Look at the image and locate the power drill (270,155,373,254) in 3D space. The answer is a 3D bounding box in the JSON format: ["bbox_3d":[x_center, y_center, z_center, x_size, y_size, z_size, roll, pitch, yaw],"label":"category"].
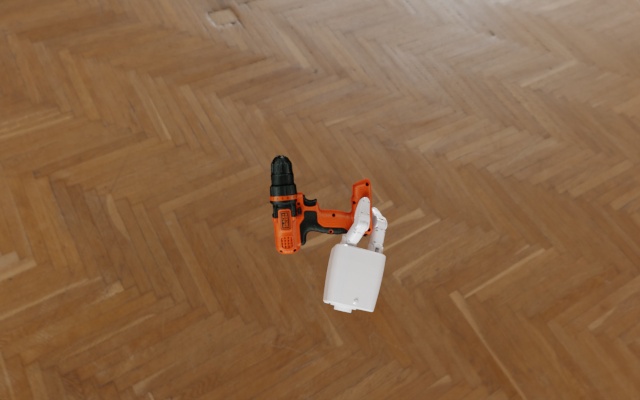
[{"bbox_3d":[0.001,0.003,0.890,0.187,0.184,0.057,-4,8,1],"label":"power drill"}]
